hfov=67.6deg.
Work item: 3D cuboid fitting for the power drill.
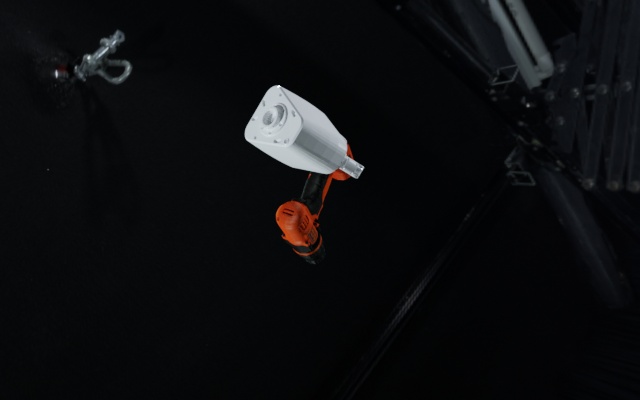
[{"bbox_3d":[0.000,0.002,0.808,0.057,0.187,0.184,15,-22,20],"label":"power drill"}]
